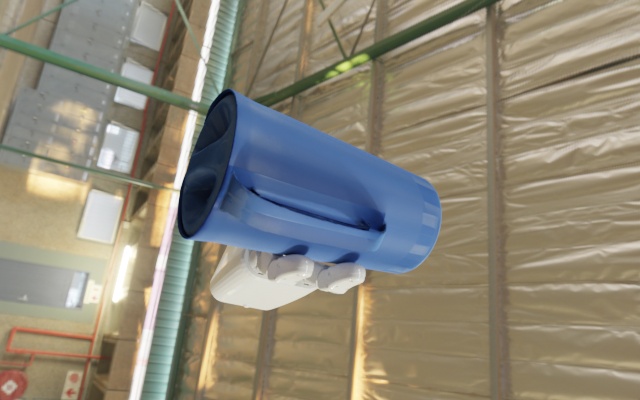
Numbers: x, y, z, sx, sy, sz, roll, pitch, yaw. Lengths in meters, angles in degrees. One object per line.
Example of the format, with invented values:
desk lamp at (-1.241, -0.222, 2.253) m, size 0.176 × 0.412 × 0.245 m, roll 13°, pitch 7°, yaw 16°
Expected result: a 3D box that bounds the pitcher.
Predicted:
pitcher at (0.000, 0.002, 0.454) m, size 0.243 × 0.149 × 0.145 m, roll 17°, pitch -33°, yaw -28°
